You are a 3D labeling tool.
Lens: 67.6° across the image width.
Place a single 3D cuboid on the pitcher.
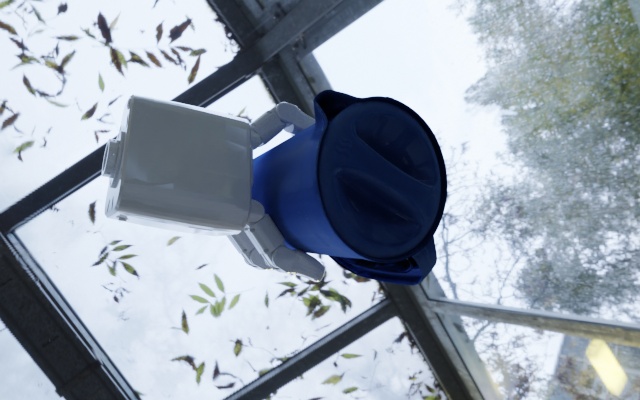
[{"bbox_3d":[0.000,0.001,0.476,0.145,0.149,0.243,10,-10,-30],"label":"pitcher"}]
